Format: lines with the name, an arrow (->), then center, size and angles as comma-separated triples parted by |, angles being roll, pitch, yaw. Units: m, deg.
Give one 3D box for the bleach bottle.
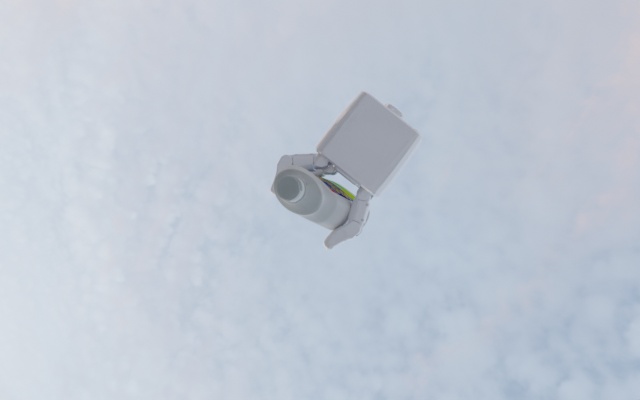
bleach bottle -> 0.000, 0.002, 0.667 | 0.102, 0.068, 0.251 | 39, 5, 14
